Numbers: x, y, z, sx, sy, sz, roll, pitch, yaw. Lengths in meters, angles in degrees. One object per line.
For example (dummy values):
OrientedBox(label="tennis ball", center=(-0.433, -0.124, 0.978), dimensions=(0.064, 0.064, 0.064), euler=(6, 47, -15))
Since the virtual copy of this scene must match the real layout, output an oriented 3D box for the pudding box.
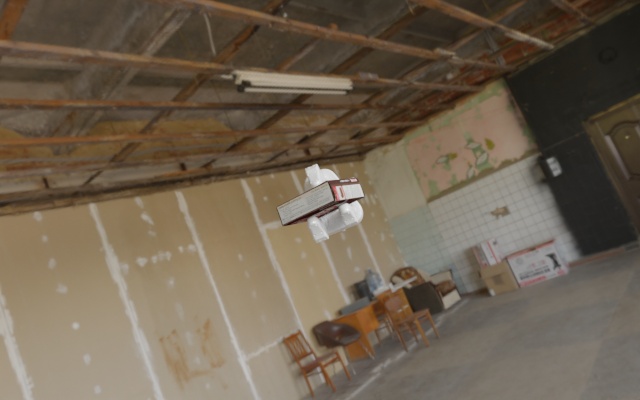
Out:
OrientedBox(label="pudding box", center=(0.000, 0.002, 0.756), dimensions=(0.113, 0.039, 0.090), euler=(-28, -10, 33))
